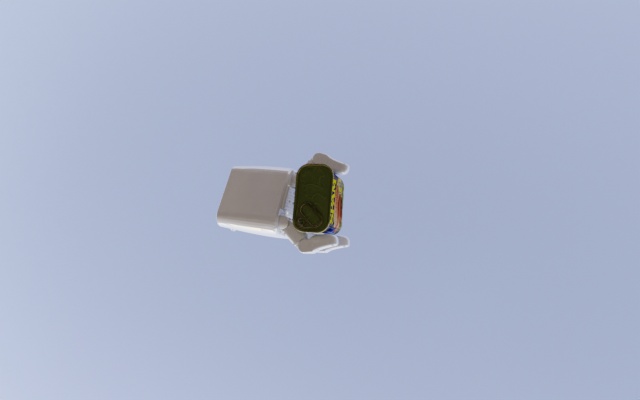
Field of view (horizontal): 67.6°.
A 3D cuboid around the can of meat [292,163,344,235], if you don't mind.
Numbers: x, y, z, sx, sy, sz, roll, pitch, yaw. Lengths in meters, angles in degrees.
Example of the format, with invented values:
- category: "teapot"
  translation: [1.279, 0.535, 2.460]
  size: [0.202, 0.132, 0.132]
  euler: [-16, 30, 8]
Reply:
- category: "can of meat"
  translation: [0.000, 0.002, 0.730]
  size: [0.057, 0.102, 0.084]
  euler: [2, -8, 17]
